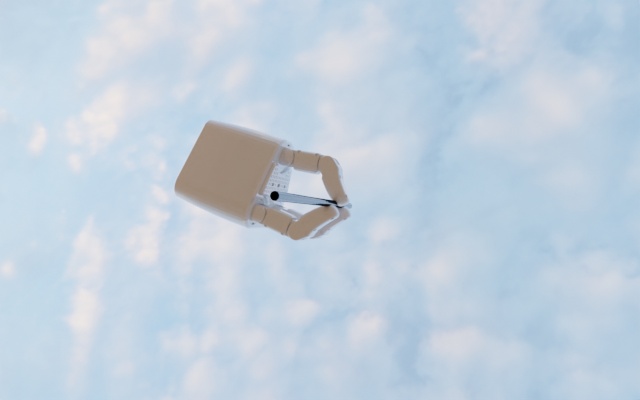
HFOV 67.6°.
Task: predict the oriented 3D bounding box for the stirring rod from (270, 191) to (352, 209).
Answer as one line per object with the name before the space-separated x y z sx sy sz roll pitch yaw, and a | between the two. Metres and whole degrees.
stirring rod | 0.000 0.002 0.490 0.011 0.011 0.239 0 -3 18
